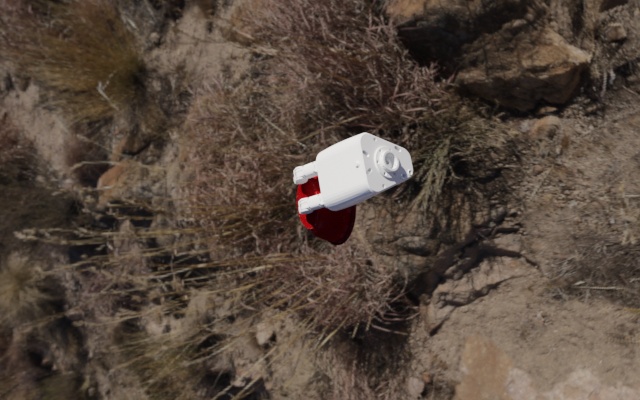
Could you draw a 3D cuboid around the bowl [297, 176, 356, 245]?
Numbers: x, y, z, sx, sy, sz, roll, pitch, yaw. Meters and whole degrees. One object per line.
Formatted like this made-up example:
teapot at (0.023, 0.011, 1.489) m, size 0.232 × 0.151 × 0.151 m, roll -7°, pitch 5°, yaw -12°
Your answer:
bowl at (-0.001, 0.003, 0.856) m, size 0.055 × 0.162 × 0.162 m, roll -5°, pitch 2°, yaw -26°
